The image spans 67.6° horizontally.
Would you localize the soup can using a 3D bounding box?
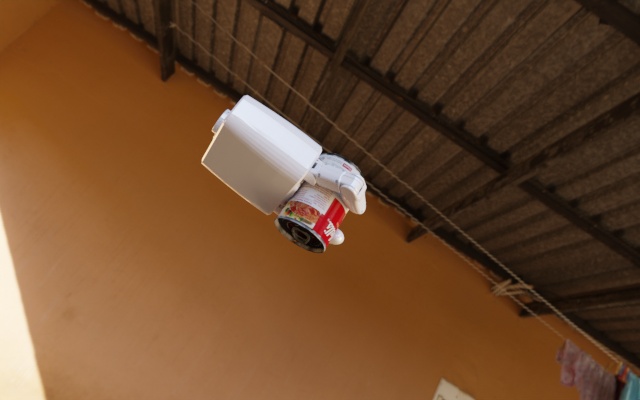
[{"bbox_3d":[0.001,0.002,0.568,0.068,0.102,0.068,26,-25,13],"label":"soup can"}]
